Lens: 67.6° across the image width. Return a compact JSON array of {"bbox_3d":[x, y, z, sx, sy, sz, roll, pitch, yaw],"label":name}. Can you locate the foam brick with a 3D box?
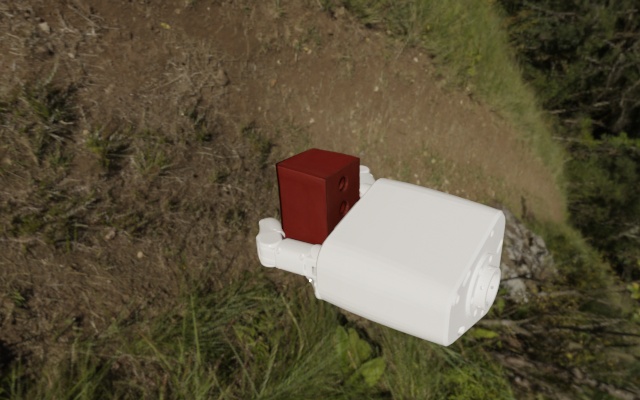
[{"bbox_3d":[0.000,0.001,0.407,0.051,0.078,0.053,15,31,34],"label":"foam brick"}]
